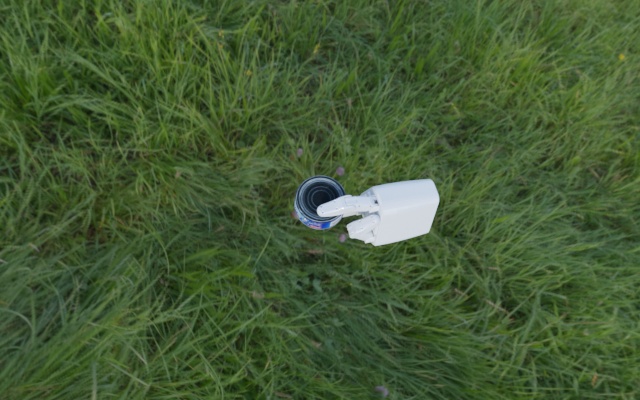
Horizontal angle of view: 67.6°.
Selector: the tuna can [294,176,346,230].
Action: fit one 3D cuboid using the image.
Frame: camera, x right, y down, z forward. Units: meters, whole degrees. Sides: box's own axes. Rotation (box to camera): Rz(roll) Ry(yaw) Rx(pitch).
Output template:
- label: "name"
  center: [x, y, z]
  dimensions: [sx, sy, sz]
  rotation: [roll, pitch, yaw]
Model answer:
- label: "tuna can"
  center: [0.000, 0.002, 0.790]
  dimensions: [0.086, 0.086, 0.034]
  rotation: [0, -22, -5]
